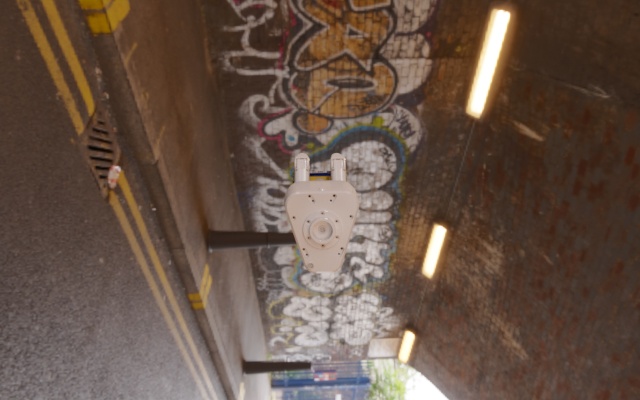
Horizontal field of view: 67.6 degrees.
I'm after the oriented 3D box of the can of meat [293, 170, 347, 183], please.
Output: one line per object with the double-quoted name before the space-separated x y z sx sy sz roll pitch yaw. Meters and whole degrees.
"can of meat" 0.000 0.003 0.743 0.084 0.102 0.057 -2 3 0
